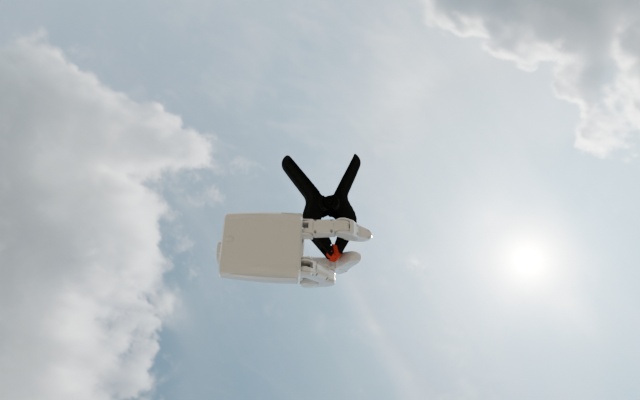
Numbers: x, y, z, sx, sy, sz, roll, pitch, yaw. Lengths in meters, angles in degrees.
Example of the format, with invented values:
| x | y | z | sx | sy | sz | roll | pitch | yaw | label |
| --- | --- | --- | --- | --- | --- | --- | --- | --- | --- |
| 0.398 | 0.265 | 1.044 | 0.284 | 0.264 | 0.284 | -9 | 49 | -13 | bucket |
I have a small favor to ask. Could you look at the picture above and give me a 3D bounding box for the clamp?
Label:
| x | y | z | sx | sy | sz | roll | pitch | yaw | label |
| --- | --- | --- | --- | --- | --- | --- | --- | --- | --- |
| 0.000 | 0.003 | 0.695 | 0.120 | 0.171 | 0.039 | 3 | -27 | -3 | clamp |
